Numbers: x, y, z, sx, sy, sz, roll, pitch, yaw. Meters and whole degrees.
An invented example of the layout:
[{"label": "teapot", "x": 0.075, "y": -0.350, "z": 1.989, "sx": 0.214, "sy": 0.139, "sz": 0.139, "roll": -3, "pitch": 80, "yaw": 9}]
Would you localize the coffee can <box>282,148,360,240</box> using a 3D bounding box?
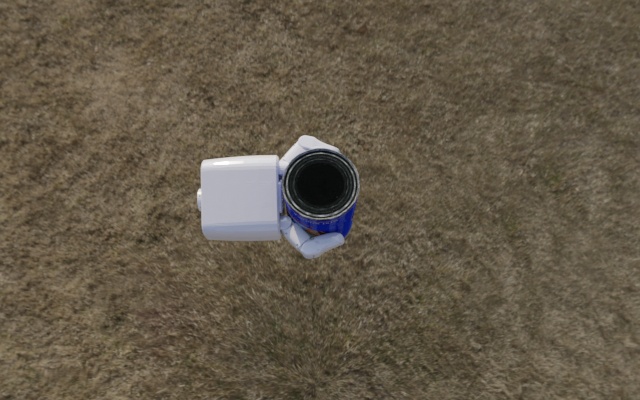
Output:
[{"label": "coffee can", "x": 0.000, "y": 0.002, "z": 0.684, "sx": 0.103, "sy": 0.102, "sz": 0.140, "roll": 0, "pitch": -21, "yaw": 0}]
